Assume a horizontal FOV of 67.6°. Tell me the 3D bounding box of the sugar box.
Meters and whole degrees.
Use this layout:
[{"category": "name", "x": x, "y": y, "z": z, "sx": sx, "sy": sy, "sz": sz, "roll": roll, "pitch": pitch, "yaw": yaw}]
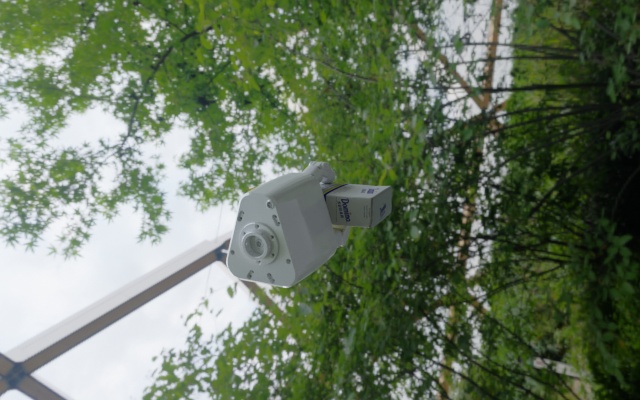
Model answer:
[{"category": "sugar box", "x": 0.000, "y": 0.003, "z": 0.648, "sx": 0.176, "sy": 0.048, "sz": 0.093, "roll": 7, "pitch": 13, "yaw": 23}]
